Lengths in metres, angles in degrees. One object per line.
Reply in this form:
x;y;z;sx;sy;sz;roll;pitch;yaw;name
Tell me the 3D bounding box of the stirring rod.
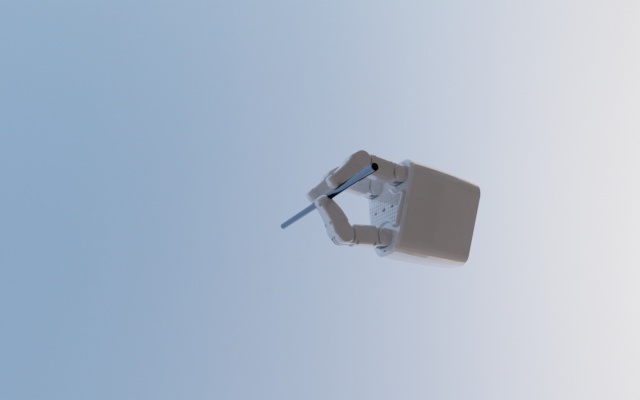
0.000;0.002;0.550;0.011;0.011;0.239;0;-16;-26;stirring rod
